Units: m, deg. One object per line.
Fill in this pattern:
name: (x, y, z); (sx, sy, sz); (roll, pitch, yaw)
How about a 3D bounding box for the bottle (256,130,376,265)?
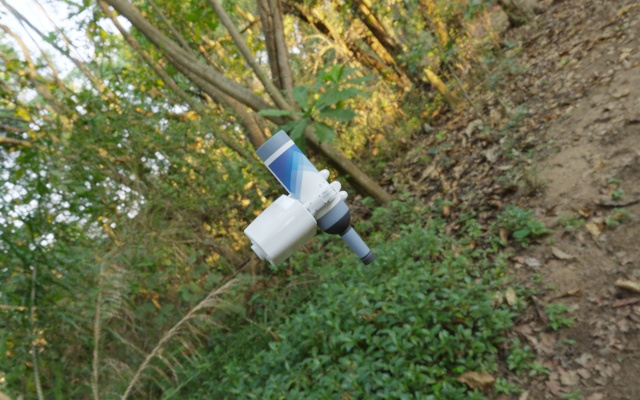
bottle: (0.000, 0.003, 0.892); (0.069, 0.296, 0.069); (-40, 5, 4)
